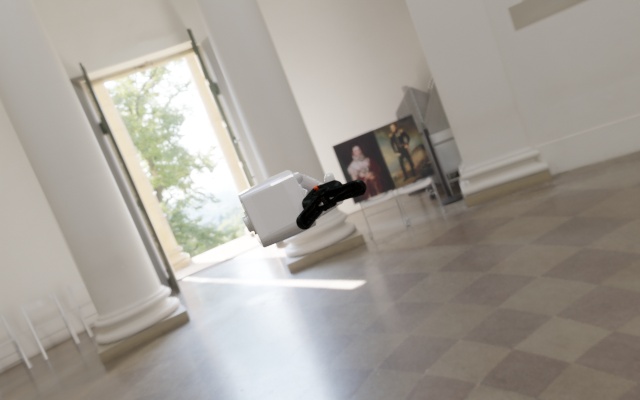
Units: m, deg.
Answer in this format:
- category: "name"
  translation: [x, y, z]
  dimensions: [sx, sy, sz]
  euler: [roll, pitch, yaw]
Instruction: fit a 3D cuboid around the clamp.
- category: "clamp"
  translation: [0.000, 0.002, 0.789]
  dimensions: [0.120, 0.039, 0.171]
  euler: [-28, 7, -12]
